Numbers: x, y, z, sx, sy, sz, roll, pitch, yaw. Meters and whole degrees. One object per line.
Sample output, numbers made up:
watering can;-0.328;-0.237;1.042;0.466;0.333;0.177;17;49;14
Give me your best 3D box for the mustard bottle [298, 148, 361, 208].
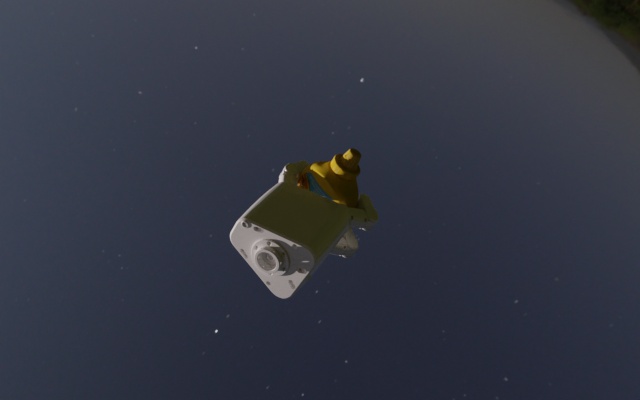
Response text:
mustard bottle;0.000;0.002;0.677;0.058;0.096;0.192;-11;-35;-46
